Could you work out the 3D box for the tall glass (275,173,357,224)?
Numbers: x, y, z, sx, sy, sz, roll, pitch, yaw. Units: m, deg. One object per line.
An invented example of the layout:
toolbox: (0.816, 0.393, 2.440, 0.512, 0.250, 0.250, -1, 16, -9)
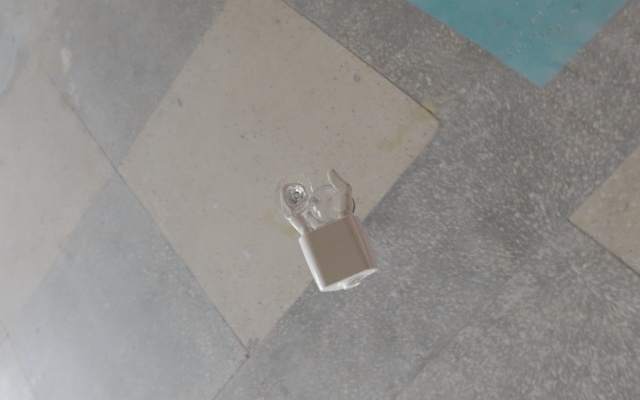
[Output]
tall glass: (0.000, 0.003, 0.897, 0.079, 0.079, 0.201, 0, -7, 28)
